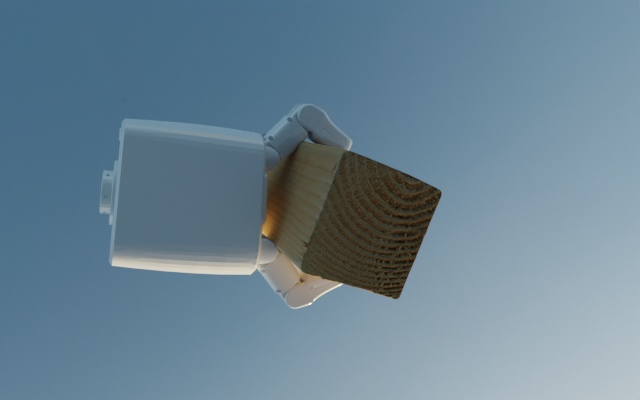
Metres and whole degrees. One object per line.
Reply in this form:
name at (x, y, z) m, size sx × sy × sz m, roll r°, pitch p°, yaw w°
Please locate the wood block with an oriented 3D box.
wood block at (0.000, 0.001, 0.430) m, size 0.090 × 0.091 × 0.206 m, roll 20°, pitch 3°, yaw -25°
